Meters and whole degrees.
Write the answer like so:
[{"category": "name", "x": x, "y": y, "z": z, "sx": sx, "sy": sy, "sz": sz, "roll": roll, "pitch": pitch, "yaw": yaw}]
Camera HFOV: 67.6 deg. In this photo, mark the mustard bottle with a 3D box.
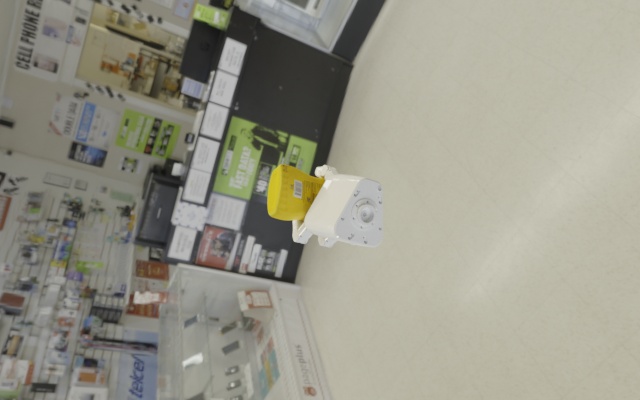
[{"category": "mustard bottle", "x": 0.000, "y": 0.003, "z": 0.879, "sx": 0.191, "sy": 0.096, "sz": 0.058, "roll": 15, "pitch": -29, "yaw": -26}]
